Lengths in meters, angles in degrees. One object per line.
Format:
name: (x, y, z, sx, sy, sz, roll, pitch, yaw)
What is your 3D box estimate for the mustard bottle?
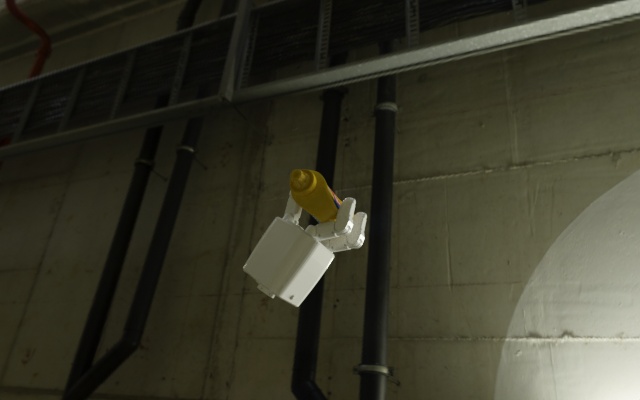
mustard bottle: (0.000, 0.002, 0.780, 0.058, 0.096, 0.192, -36, -35, 6)
